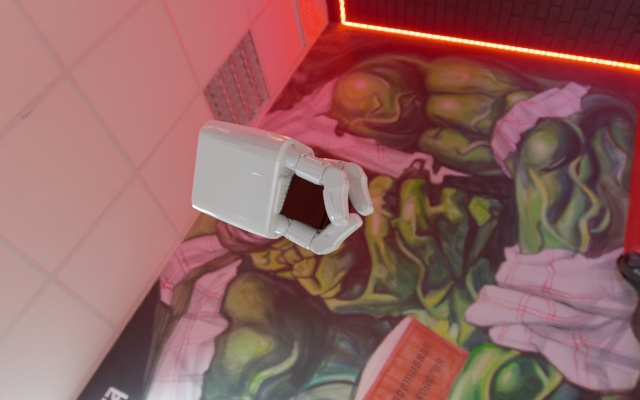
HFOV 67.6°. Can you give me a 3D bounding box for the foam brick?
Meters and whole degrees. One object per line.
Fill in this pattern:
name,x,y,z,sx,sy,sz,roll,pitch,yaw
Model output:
foam brick,0.000,0.002,0.538,0.051,0.053,0.078,19,1,20
